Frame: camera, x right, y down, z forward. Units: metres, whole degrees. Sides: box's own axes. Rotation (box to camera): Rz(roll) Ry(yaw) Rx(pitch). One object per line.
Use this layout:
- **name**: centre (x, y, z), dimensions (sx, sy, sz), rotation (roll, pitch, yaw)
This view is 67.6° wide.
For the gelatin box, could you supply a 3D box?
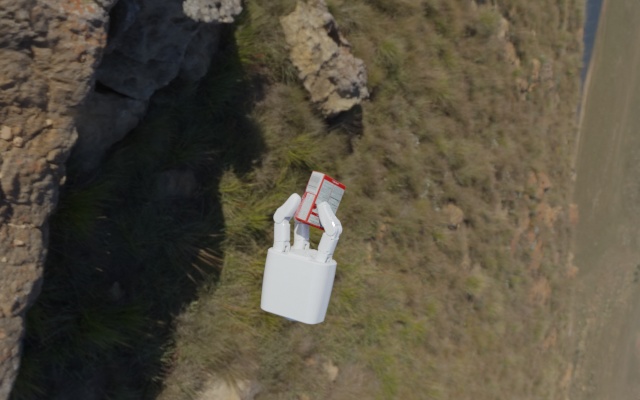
- **gelatin box**: centre (0.001, 0.002, 0.818), dimensions (0.030, 0.089, 0.073), rotation (20, -3, 36)
